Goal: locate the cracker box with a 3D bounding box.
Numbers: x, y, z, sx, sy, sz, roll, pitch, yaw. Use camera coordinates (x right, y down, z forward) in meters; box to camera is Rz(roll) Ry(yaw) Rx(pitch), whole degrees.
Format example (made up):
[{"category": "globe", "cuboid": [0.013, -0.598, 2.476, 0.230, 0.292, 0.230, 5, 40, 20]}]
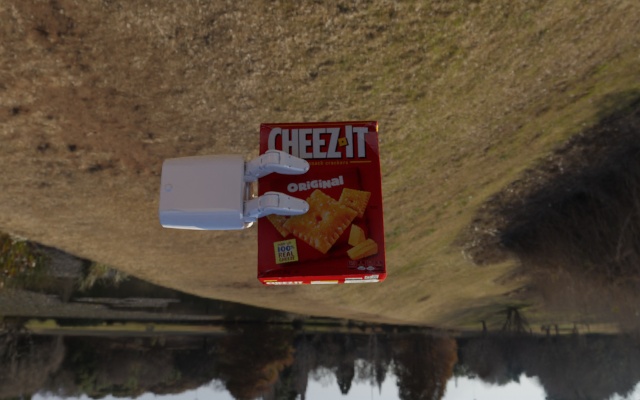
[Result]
[{"category": "cracker box", "cuboid": [0.000, 0.002, 0.642, 0.164, 0.213, 0.072, -1, -16, 0]}]
